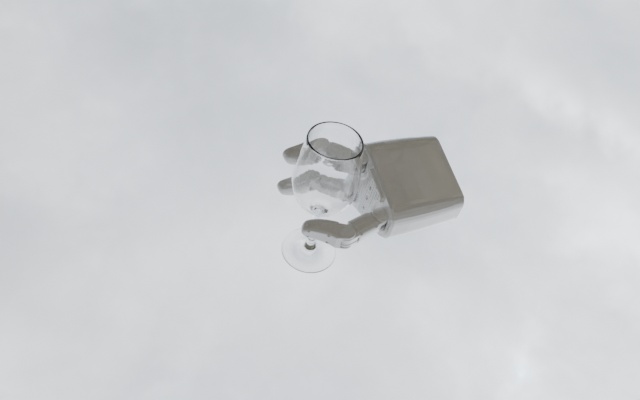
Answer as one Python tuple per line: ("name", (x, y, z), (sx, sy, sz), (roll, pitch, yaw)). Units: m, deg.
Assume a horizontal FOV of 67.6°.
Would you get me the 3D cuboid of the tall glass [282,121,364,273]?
("tall glass", (0.000, 0.002, 0.574), (0.079, 0.079, 0.201), (0, -41, -12))
